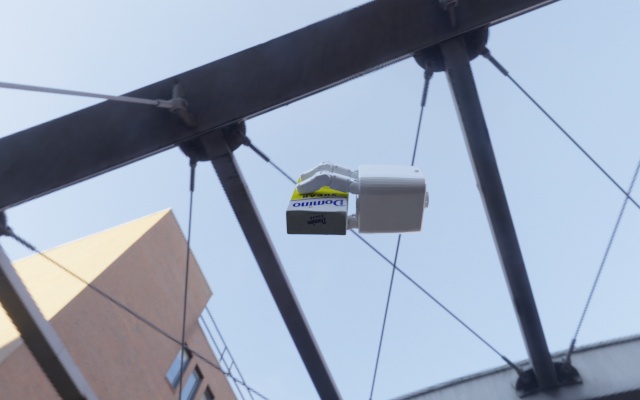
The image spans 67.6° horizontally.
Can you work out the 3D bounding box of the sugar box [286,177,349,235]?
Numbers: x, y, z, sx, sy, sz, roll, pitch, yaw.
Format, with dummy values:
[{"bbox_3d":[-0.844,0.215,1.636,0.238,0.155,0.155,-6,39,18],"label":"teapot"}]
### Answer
[{"bbox_3d":[0.000,0.002,0.788,0.093,0.048,0.176,1,19,4],"label":"sugar box"}]
